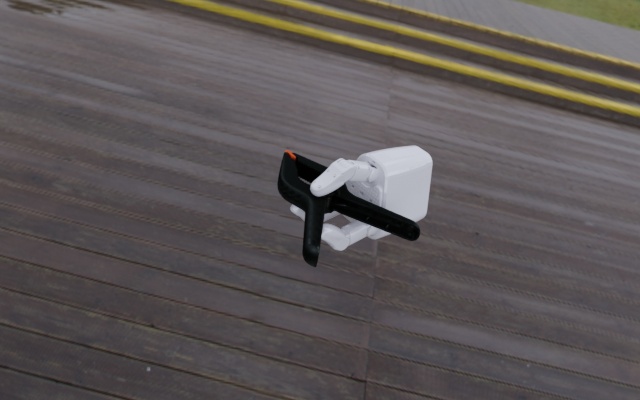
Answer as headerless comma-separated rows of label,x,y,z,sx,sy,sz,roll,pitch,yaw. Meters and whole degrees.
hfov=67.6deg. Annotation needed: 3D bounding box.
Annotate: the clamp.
clamp,0.000,0.001,0.597,0.164,0.036,0.210,-15,43,-39
